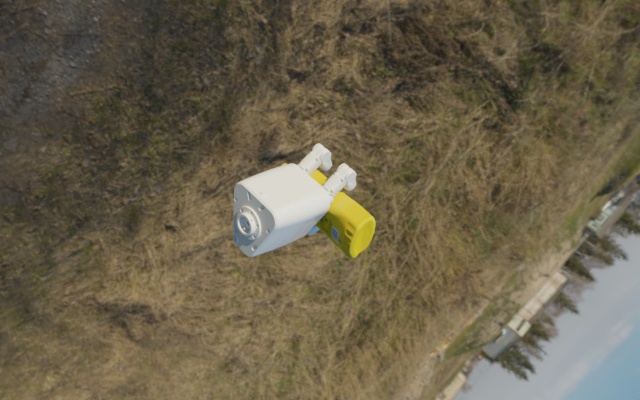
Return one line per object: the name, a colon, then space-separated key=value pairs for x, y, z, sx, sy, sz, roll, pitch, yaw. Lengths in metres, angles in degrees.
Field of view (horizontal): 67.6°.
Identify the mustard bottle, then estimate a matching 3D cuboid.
mustard bottle: x=0.001 y=0.003 z=0.763 sx=0.058 sy=0.191 sz=0.096 roll=-37 pitch=-27 yaw=-23
